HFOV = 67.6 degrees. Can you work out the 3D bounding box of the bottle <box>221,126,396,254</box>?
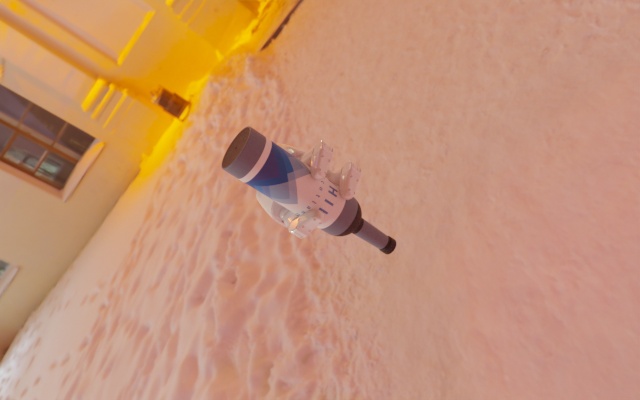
[{"bbox_3d":[0.000,0.002,0.686,0.296,0.069,0.069,33,-16,-27],"label":"bottle"}]
